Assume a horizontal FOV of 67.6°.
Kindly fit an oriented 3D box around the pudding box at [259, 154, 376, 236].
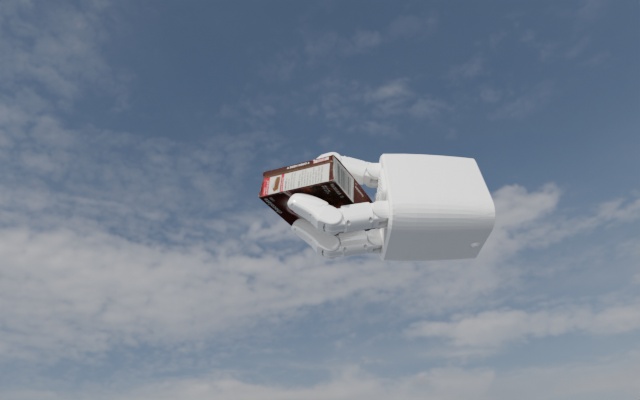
[{"bbox_3d":[0.000,0.002,0.531,0.090,0.039,0.113,-13,-37,25],"label":"pudding box"}]
